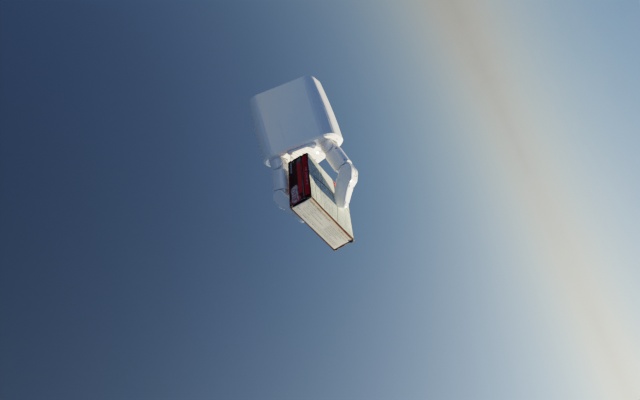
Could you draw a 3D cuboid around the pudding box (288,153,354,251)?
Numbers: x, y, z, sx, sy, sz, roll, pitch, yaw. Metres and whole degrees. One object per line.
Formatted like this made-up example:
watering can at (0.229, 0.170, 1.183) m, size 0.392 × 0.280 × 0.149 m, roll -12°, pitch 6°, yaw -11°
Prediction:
pudding box at (0.000, 0.002, 0.660) m, size 0.039 × 0.090 × 0.113 m, roll -28°, pitch -49°, yaw 22°
